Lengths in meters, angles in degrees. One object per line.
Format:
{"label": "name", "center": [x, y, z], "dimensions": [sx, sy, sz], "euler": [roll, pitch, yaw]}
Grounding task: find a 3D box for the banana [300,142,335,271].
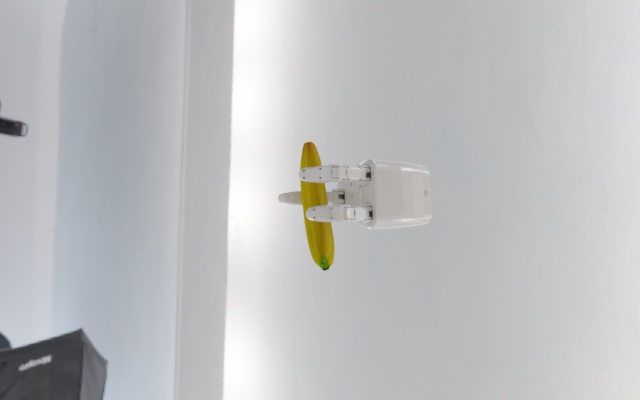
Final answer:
{"label": "banana", "center": [-0.003, 0.014, 0.676], "dimensions": [0.037, 0.197, 0.070], "euler": [-3, -27, -14]}
